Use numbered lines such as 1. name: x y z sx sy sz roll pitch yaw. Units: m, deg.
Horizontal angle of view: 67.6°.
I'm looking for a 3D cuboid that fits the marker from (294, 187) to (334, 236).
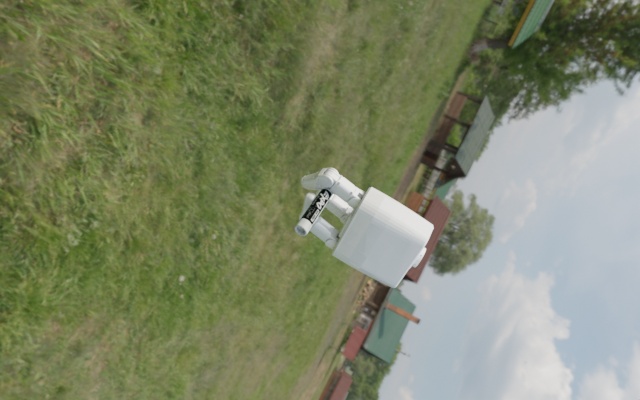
1. marker: 0.000 0.002 0.661 0.020 0.020 0.121 0 39 34
